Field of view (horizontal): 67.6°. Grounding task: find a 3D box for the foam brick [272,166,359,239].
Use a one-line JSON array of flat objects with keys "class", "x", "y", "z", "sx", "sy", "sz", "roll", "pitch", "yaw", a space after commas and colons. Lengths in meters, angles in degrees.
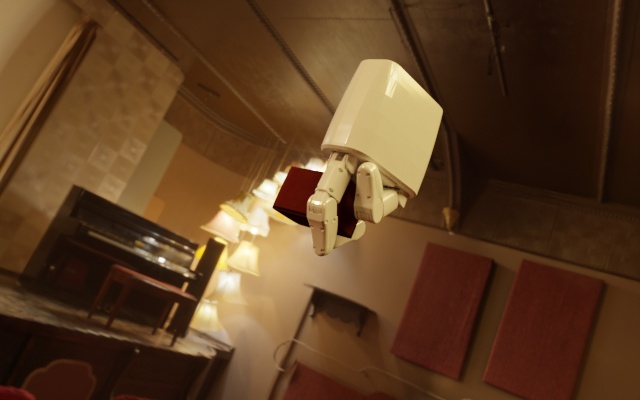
[{"class": "foam brick", "x": 0.000, "y": 0.002, "z": 0.510, "sx": 0.078, "sy": 0.051, "sz": 0.053, "roll": 13, "pitch": -15, "yaw": 35}]
